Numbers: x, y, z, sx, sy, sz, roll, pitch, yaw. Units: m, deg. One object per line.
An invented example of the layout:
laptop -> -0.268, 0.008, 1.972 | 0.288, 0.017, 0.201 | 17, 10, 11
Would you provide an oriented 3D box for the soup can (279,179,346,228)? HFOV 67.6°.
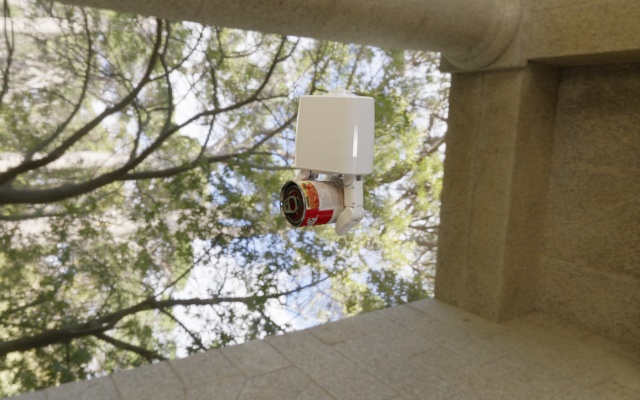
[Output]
soup can -> 0.000, 0.003, 0.699 | 0.102, 0.068, 0.068 | -5, 2, -35
